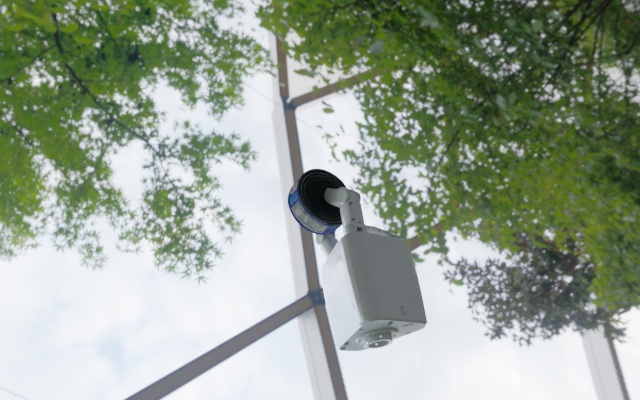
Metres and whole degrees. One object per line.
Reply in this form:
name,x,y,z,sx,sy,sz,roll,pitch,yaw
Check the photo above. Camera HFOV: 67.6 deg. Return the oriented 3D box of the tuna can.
tuna can,0.000,0.002,0.639,0.086,0.086,0.034,0,-29,-37
